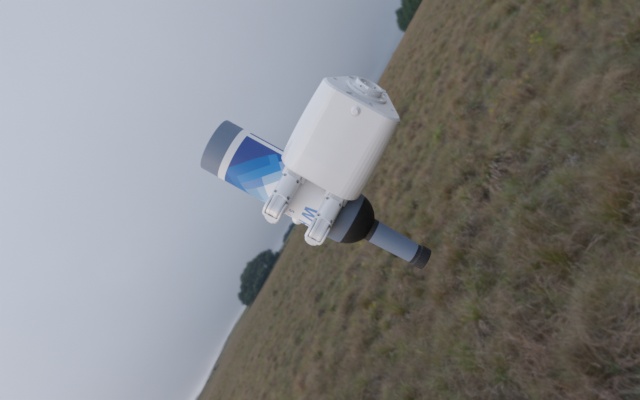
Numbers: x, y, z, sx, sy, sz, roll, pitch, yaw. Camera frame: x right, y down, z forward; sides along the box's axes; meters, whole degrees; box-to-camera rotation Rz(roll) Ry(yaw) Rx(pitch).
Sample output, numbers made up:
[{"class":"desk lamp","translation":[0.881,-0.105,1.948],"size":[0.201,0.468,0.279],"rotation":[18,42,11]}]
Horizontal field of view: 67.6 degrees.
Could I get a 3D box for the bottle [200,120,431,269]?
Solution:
[{"class":"bottle","translation":[0.000,0.002,0.583],"size":[0.296,0.069,0.069],"rotation":[29,-1,-1]}]
